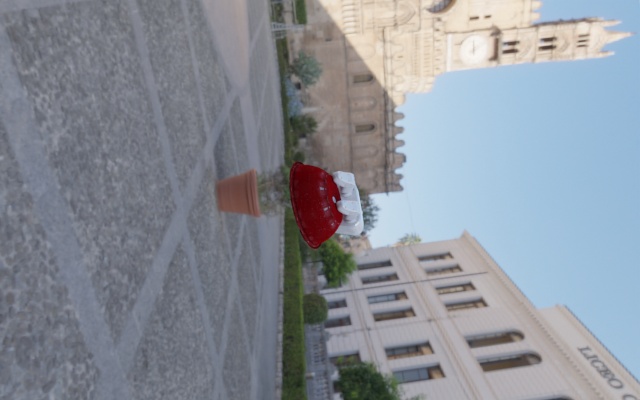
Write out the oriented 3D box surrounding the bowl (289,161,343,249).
[{"bbox_3d":[0.000,0.003,0.851,0.055,0.162,0.162,-13,-4,17],"label":"bowl"}]
